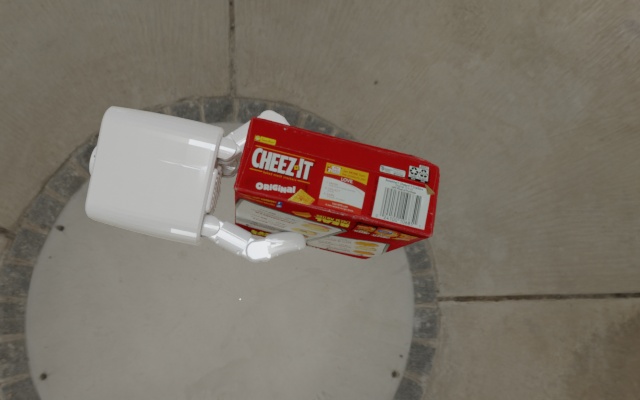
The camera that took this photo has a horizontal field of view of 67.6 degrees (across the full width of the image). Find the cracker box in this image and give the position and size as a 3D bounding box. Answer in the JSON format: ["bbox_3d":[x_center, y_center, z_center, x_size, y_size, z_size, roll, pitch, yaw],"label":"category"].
[{"bbox_3d":[0.000,0.002,0.479,0.164,0.072,0.214,13,-13,-7],"label":"cracker box"}]
